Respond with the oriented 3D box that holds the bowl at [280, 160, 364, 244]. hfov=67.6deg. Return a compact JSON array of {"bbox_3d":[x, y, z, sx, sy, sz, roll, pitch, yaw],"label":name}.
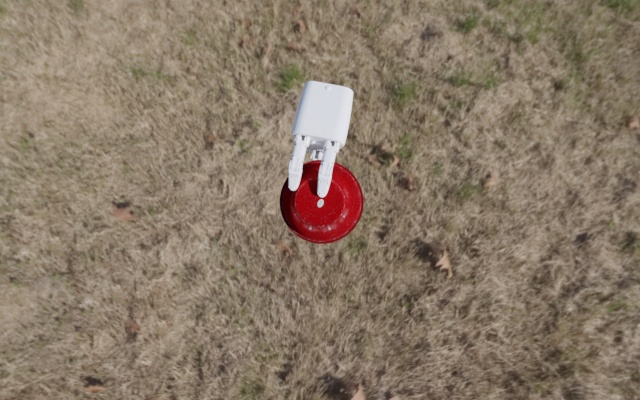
[{"bbox_3d":[0.000,0.004,0.890,0.162,0.162,0.055,0,1,4],"label":"bowl"}]
